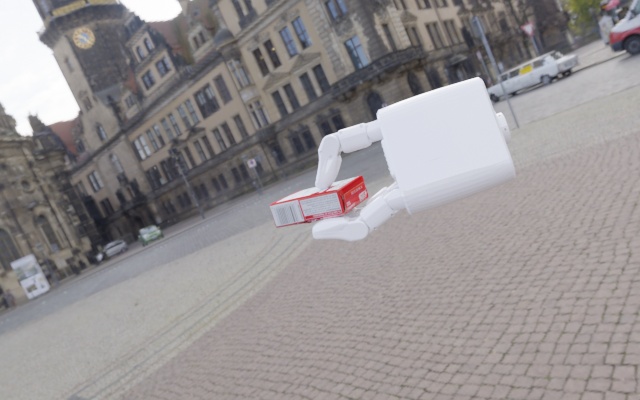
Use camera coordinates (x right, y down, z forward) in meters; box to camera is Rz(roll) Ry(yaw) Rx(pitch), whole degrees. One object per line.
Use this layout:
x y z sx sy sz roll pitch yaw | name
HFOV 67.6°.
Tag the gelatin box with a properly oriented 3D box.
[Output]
0.000 0.001 0.533 0.089 0.030 0.073 -12 8 27 | gelatin box
